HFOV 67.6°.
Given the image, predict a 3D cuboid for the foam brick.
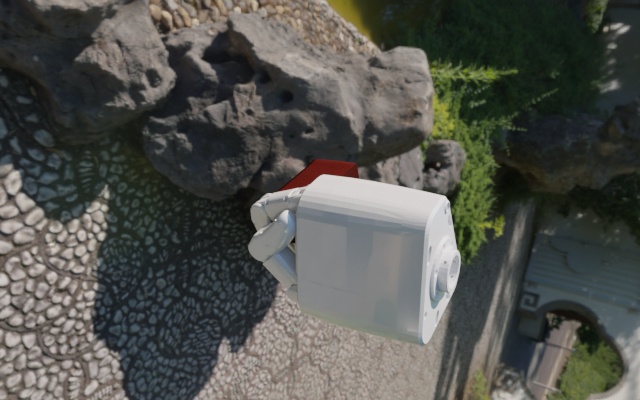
[{"bbox_3d":[0.000,0.001,0.454,0.051,0.053,0.078,6,34,32],"label":"foam brick"}]
